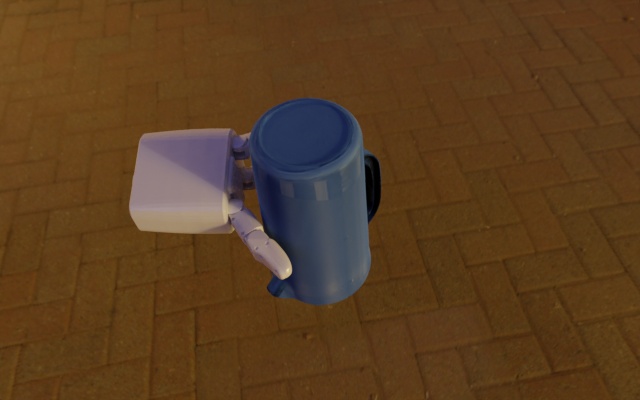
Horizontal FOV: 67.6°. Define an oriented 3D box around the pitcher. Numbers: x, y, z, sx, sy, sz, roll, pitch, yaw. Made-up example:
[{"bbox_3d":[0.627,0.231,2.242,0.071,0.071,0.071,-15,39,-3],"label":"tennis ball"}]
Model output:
[{"bbox_3d":[0.000,0.002,0.542,0.145,0.149,0.243,1,-37,4],"label":"pitcher"}]
